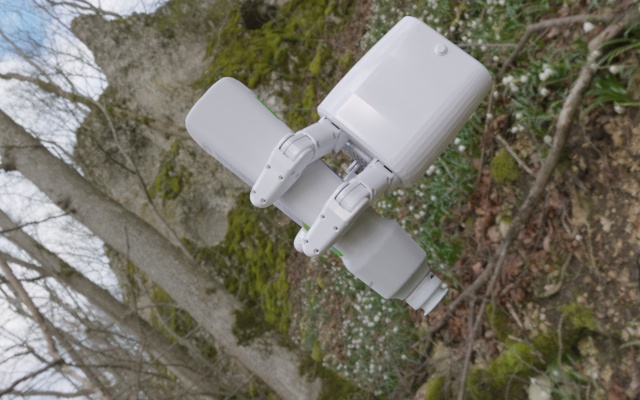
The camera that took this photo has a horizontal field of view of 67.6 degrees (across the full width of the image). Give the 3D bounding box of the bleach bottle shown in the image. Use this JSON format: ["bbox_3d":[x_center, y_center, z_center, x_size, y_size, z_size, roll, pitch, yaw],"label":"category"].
[{"bbox_3d":[0.000,0.001,0.410,0.251,0.068,0.102,41,-2,13],"label":"bleach bottle"}]
